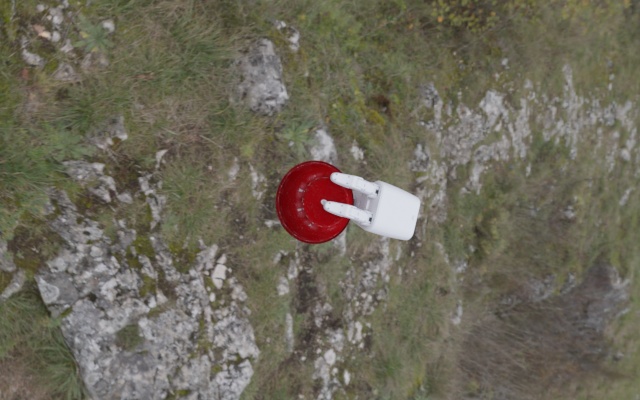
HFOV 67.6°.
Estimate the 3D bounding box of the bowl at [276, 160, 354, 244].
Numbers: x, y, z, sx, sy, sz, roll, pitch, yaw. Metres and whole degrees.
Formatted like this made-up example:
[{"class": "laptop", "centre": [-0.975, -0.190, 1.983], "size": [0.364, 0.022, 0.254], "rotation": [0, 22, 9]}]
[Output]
[{"class": "bowl", "centre": [-0.001, 0.003, 0.895], "size": [0.162, 0.162, 0.055], "rotation": [0, -1, -21]}]
